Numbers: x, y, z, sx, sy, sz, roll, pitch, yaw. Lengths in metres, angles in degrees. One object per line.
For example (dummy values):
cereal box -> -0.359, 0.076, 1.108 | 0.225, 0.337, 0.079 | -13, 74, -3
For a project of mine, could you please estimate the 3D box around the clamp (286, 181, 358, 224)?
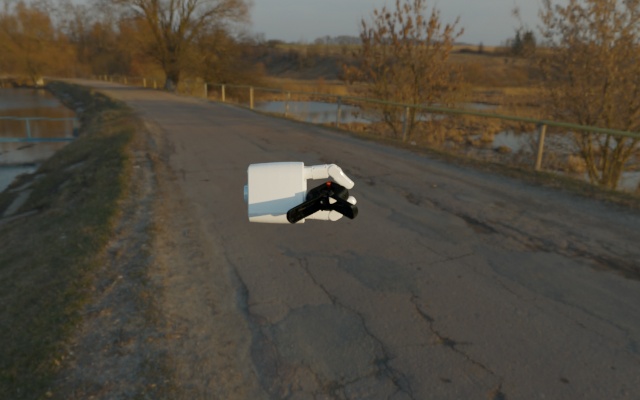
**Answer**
clamp -> 0.000, 0.002, 0.858 | 0.120, 0.039, 0.171 | -2, 15, -1
